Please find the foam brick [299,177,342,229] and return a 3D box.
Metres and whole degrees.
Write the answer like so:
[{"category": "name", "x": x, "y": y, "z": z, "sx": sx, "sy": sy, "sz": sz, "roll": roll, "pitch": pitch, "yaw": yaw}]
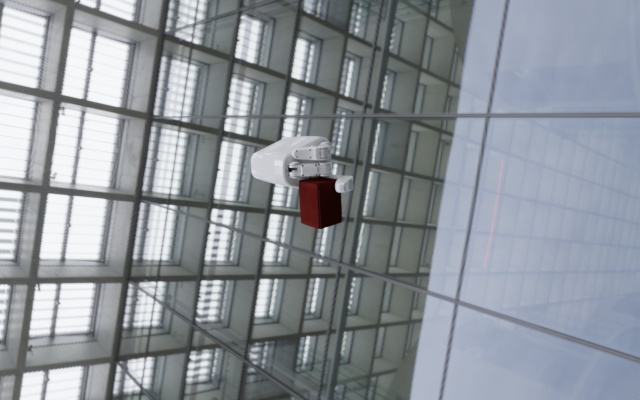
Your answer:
[{"category": "foam brick", "x": 0.000, "y": 0.003, "z": 0.814, "sx": 0.053, "sy": 0.078, "sz": 0.051, "roll": -13, "pitch": 16, "yaw": -41}]
